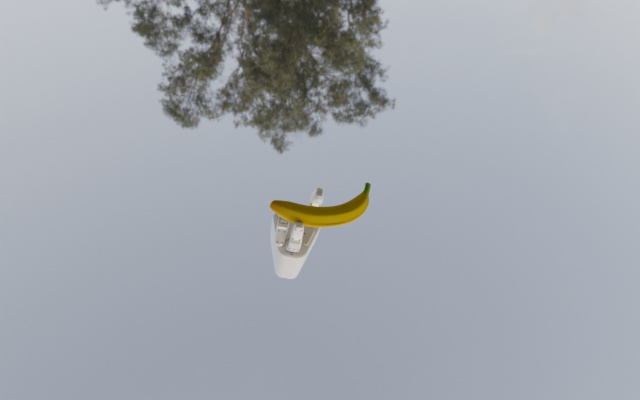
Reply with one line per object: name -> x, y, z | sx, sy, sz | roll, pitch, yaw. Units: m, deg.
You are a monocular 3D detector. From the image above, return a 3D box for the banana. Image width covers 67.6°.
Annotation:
banana -> 0.009, 0.018, 0.871 | 0.198, 0.069, 0.037 | -10, -31, -18
